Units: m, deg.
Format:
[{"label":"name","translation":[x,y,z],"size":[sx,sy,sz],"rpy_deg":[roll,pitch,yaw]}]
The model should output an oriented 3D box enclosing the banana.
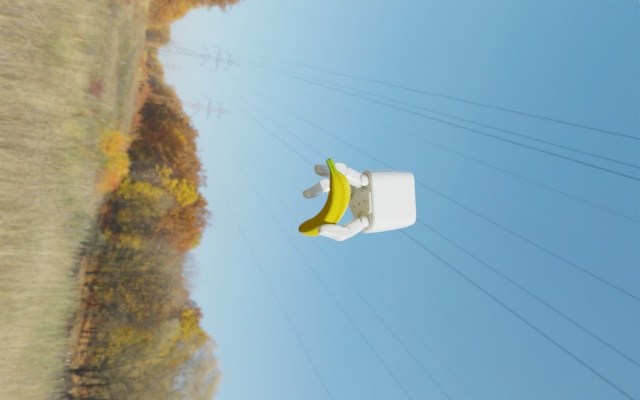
[{"label":"banana","translation":[0.011,0.014,0.859],"size":[0.037,0.069,0.198],"rpy_deg":[-15,-34,-35]}]
